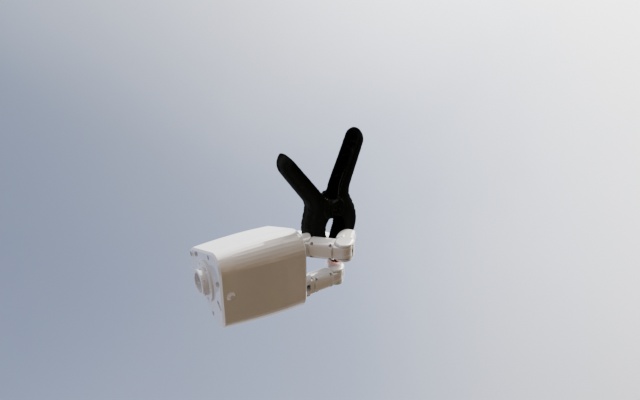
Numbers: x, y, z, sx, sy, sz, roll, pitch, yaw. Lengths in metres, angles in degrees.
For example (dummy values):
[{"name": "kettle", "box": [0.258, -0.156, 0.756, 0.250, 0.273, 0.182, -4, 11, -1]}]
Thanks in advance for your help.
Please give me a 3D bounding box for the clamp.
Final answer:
[{"name": "clamp", "box": [0.000, 0.002, 0.577, 0.120, 0.171, 0.039, -12, 24, -30]}]
